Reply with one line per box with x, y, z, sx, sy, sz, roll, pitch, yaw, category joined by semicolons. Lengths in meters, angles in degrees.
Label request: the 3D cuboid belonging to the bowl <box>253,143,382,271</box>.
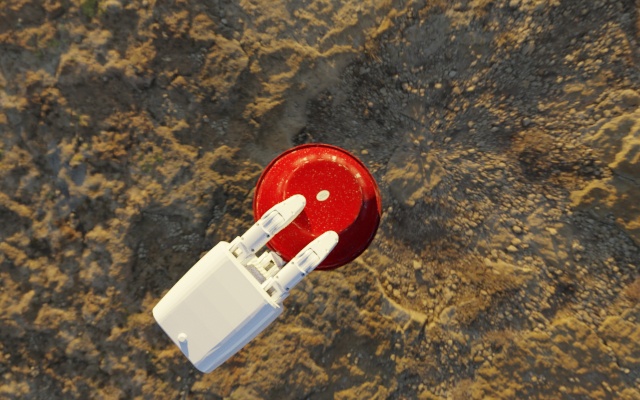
0.001;0.001;0.572;0.162;0.162;0.055;0;-11;-7;bowl
